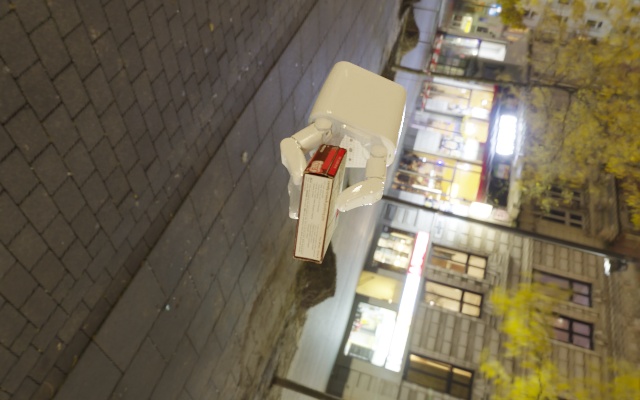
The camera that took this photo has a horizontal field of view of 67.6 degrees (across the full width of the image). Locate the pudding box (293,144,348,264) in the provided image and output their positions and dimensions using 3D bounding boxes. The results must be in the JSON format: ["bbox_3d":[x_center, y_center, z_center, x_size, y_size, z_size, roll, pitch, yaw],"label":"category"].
[{"bbox_3d":[0.000,0.002,0.555,0.039,0.113,0.090,11,28,9],"label":"pudding box"}]
